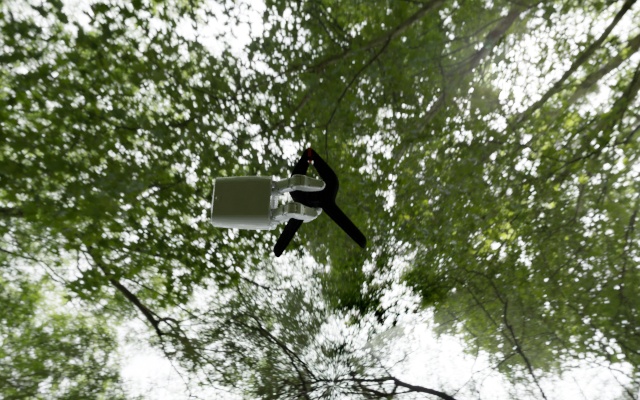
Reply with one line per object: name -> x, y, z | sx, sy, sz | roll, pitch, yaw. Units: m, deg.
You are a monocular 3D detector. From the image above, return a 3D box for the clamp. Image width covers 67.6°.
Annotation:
clamp -> 0.000, 0.003, 0.872 | 0.164, 0.210, 0.036 | 0, -21, 1
